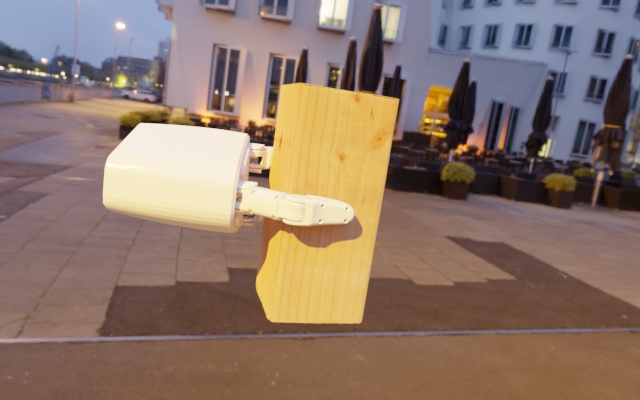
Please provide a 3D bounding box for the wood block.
[{"bbox_3d":[0.000,0.001,0.451,0.090,0.206,0.091,5,10,-17],"label":"wood block"}]
